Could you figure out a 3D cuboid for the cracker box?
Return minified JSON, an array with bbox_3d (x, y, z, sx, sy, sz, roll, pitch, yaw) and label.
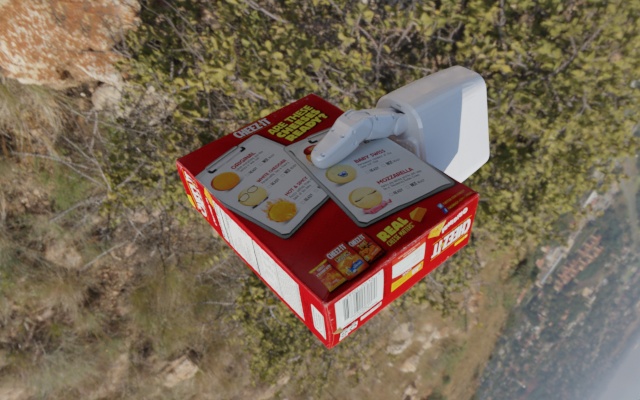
[{"bbox_3d":[0.000,0.001,0.425,0.164,0.072,0.213,-32,49,-26],"label":"cracker box"}]
